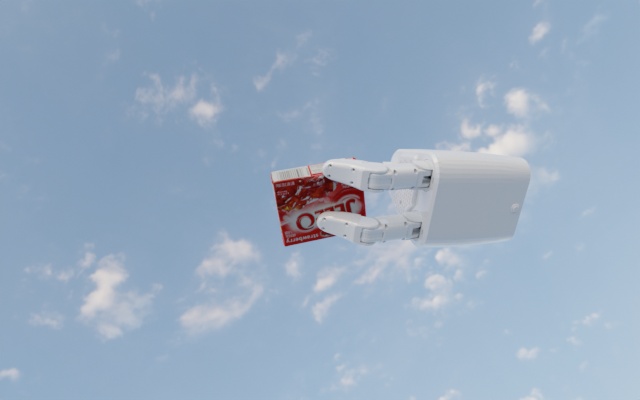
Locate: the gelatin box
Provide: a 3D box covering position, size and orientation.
[{"bbox_3d":[0.000,0.001,0.480,0.089,0.073,0.030,-10,27,-5],"label":"gelatin box"}]
